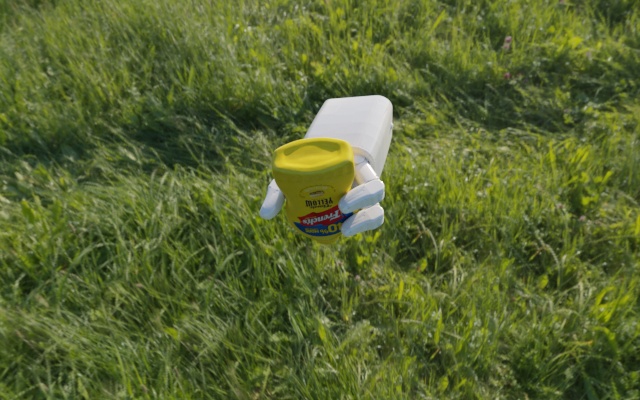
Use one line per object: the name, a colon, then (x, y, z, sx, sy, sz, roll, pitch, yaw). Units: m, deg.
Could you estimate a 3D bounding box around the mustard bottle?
mustard bottle: (0.000, 0.002, 0.623, 0.096, 0.058, 0.192, -8, -36, 2)
